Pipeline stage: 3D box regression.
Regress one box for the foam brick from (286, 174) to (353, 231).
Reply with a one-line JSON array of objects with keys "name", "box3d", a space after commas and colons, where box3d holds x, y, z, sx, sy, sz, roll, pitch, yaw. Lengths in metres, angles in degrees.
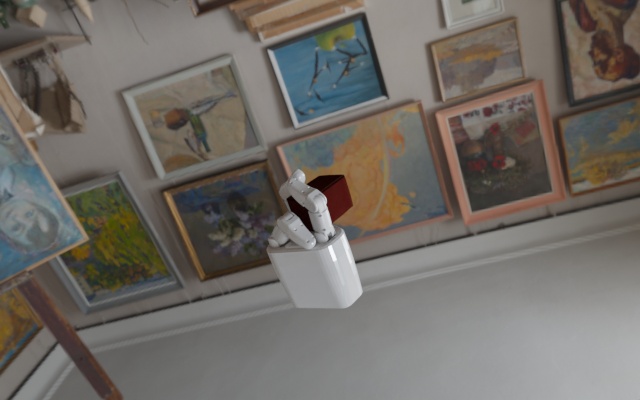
[{"name": "foam brick", "box3d": [0.000, 0.002, 0.692, 0.053, 0.051, 0.078, 3, 31, 46]}]
